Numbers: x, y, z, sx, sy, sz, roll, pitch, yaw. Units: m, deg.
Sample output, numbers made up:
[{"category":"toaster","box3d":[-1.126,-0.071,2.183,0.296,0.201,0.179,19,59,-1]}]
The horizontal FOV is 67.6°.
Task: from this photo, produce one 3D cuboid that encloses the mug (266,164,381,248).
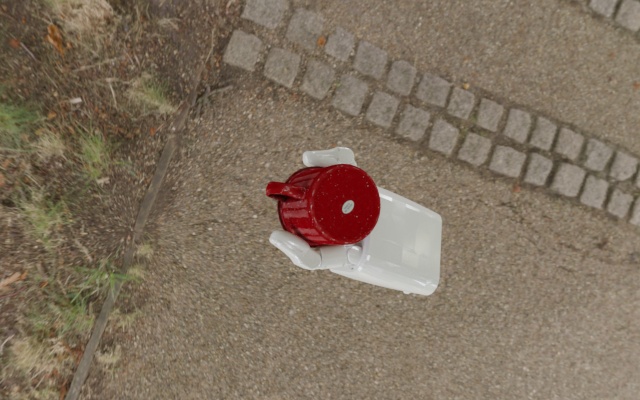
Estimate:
[{"category":"mug","box3d":[-0.001,0.001,0.499,0.117,0.093,0.081,20,-10,-21]}]
